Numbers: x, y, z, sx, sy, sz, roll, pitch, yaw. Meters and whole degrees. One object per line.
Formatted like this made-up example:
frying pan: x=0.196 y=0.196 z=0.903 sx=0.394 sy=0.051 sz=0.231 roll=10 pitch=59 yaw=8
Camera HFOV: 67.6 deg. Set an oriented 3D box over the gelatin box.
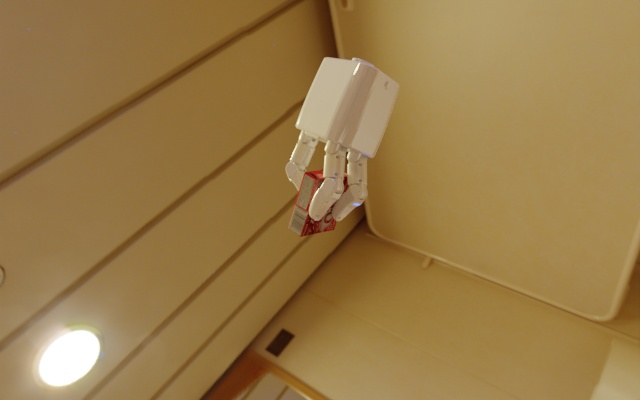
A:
gelatin box: x=0.000 y=0.002 z=0.660 sx=0.030 sy=0.089 sz=0.073 roll=32 pitch=24 yaw=33
